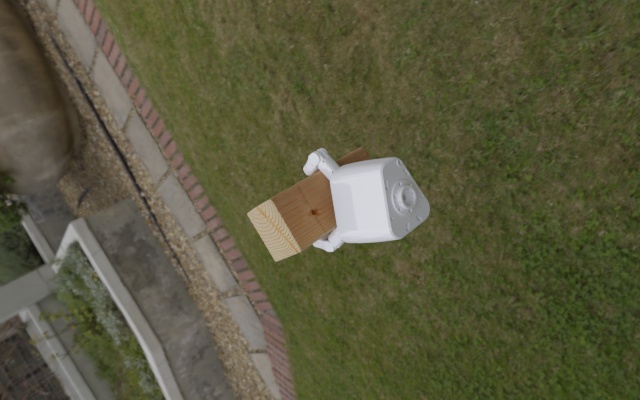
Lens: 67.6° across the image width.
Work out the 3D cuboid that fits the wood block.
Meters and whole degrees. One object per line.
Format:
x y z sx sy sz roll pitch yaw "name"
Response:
0.000 0.002 0.773 0.206 0.091 0.090 -31 2 -36 "wood block"
